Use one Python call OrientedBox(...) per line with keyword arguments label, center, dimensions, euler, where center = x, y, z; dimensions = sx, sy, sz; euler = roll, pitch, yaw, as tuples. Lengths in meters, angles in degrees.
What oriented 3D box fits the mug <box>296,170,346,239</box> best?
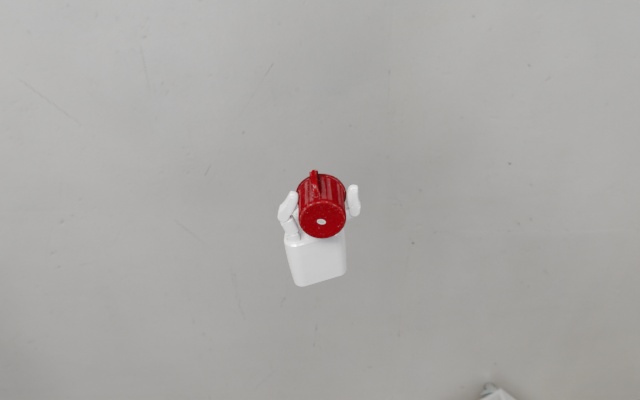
OrientedBox(label="mug", center=(0.000, 0.002, 0.827), dimensions=(0.093, 0.117, 0.081), euler=(-9, 33, 3))
